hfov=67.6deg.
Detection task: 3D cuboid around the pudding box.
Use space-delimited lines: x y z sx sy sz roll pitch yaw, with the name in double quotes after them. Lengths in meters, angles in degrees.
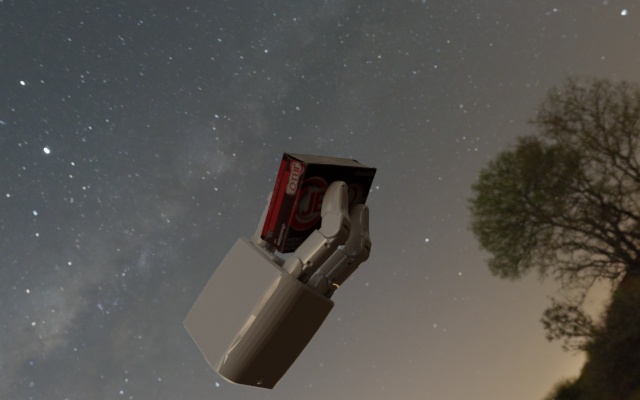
0.000 0.002 0.481 0.039 0.090 0.113 29 19 35 "pudding box"
